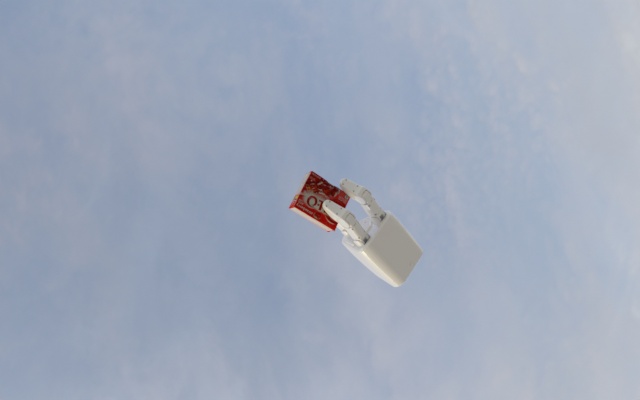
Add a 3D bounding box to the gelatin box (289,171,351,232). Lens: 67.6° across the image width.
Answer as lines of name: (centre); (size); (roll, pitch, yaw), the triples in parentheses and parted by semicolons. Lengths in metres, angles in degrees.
gelatin box: (0.000, 0.003, 0.831); (0.089, 0.073, 0.030); (32, -18, -18)
